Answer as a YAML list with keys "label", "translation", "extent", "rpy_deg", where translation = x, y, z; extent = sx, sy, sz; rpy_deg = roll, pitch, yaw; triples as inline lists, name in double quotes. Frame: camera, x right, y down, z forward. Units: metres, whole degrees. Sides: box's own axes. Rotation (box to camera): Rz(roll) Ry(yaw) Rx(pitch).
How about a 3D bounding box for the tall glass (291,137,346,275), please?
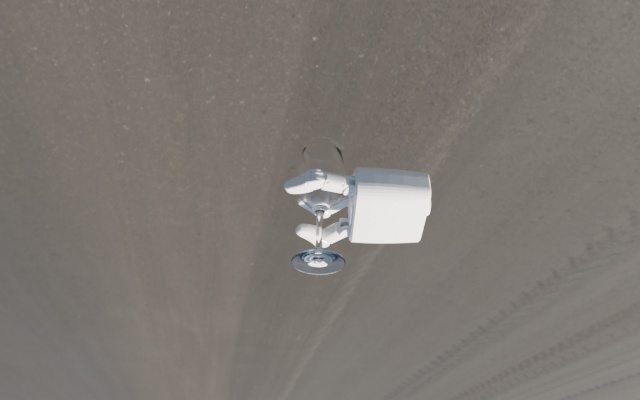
- label: "tall glass"
  translation: [0.000, 0.003, 0.703]
  extent: [0.079, 0.201, 0.079]
  rpy_deg: [1, -33, 1]
